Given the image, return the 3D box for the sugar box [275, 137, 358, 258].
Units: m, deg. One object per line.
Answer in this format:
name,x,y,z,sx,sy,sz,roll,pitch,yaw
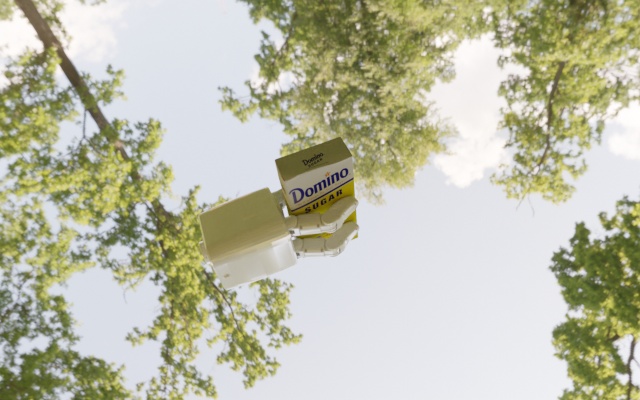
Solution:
sugar box,0.000,0.003,0.653,0.093,0.048,0.176,-21,-37,-8
